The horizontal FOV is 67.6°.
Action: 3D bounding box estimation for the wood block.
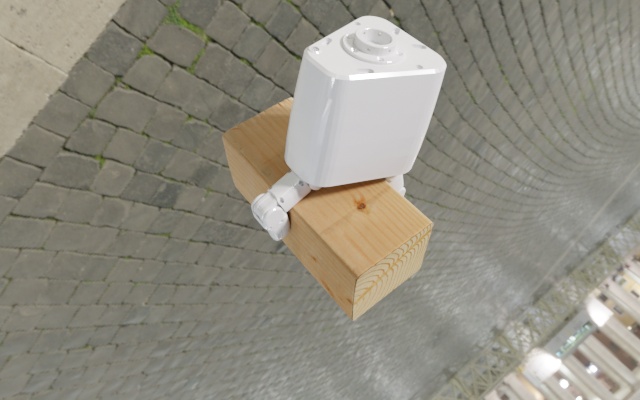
[{"bbox_3d":[0.000,0.002,0.476,0.091,0.206,0.090,-33,-30,-21],"label":"wood block"}]
